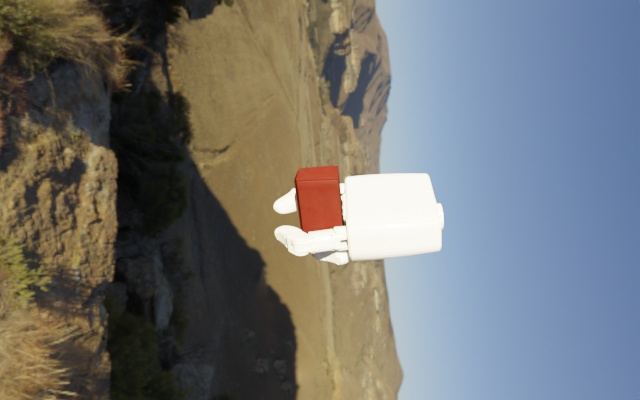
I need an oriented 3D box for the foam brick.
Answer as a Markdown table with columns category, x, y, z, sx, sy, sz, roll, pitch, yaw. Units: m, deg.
| category | x | y | z | sx | sy | sz | roll | pitch | yaw |
| --- | --- | --- | --- | --- | --- | --- | --- | --- | --- |
| foam brick | 0.000 | 0.002 | 0.577 | 0.051 | 0.078 | 0.053 | -4 | 22 | 5 |
